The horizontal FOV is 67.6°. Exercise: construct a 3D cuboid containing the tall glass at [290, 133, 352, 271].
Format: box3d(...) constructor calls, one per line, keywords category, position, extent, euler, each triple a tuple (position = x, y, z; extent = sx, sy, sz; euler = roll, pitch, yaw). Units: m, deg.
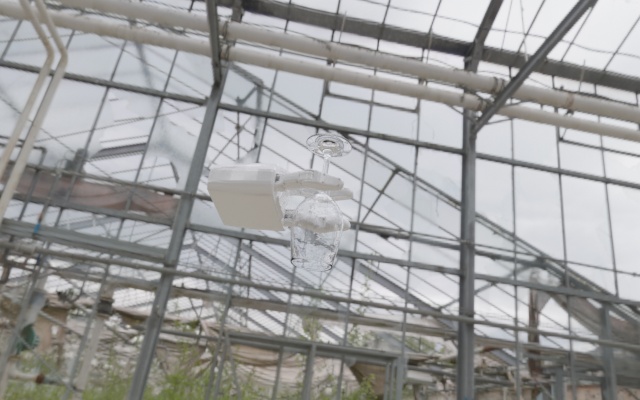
box3d(category="tall glass", position=(0.000, 0.002, 0.723), extent=(0.079, 0.201, 0.079), euler=(7, -23, 3))
